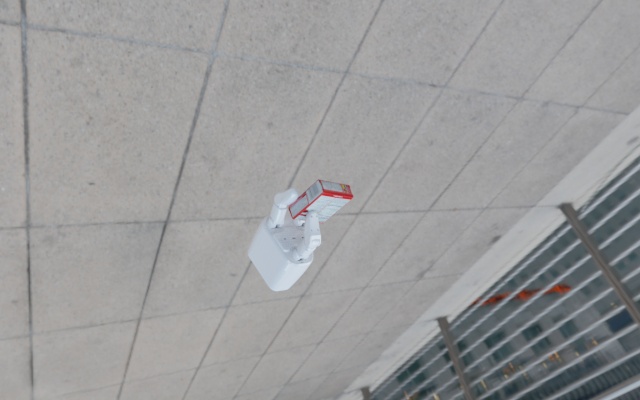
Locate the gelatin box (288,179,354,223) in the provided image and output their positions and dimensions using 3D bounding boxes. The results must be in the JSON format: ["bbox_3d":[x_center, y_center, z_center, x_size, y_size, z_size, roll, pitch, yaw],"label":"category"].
[{"bbox_3d":[0.000,0.003,0.816,0.073,0.030,0.089,8,-38,-42],"label":"gelatin box"}]
